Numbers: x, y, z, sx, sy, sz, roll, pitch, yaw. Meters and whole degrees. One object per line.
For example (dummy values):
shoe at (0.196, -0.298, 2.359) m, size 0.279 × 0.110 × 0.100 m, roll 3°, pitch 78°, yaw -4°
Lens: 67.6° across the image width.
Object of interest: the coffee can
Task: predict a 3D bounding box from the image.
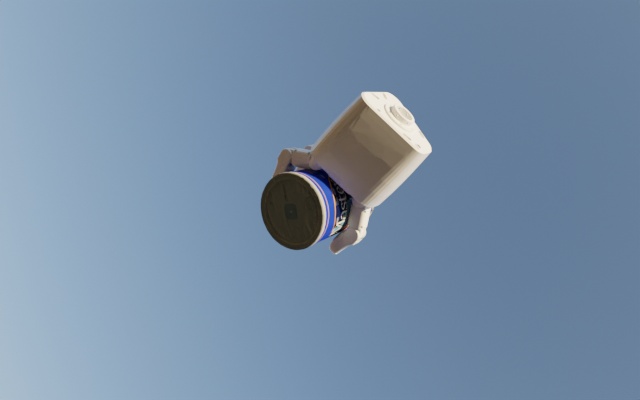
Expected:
coffee can at (0.000, 0.002, 0.671) m, size 0.103 × 0.103 × 0.140 m, roll 0°, pitch 10°, yaw 35°
